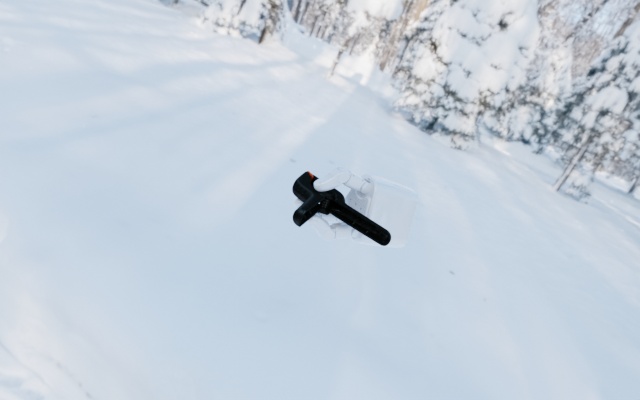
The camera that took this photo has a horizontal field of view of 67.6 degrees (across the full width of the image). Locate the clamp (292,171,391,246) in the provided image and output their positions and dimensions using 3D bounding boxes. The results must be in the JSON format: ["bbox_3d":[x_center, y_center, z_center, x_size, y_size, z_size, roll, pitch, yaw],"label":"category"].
[{"bbox_3d":[0.000,0.002,0.769,0.164,0.036,0.210,13,20,-33],"label":"clamp"}]
